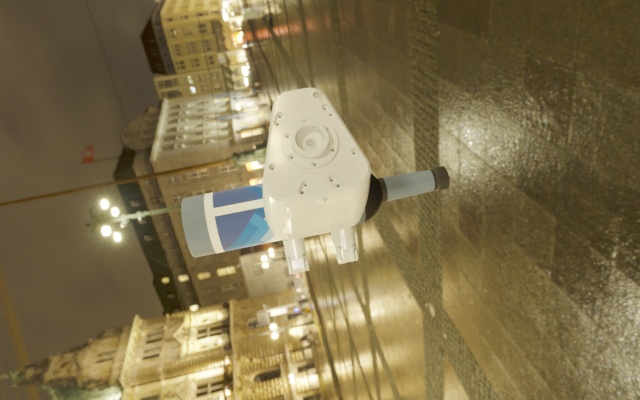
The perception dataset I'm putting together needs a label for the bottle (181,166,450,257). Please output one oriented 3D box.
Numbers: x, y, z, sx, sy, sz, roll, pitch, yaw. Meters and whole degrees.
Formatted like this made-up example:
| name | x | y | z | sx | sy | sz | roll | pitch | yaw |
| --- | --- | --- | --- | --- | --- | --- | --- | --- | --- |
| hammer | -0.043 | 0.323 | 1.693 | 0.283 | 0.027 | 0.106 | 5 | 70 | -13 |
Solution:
| name | x | y | z | sx | sy | sz | roll | pitch | yaw |
| --- | --- | --- | --- | --- | --- | --- | --- | --- | --- |
| bottle | 0.000 | 0.002 | 0.537 | 0.296 | 0.069 | 0.069 | -11 | 1 | -5 |
